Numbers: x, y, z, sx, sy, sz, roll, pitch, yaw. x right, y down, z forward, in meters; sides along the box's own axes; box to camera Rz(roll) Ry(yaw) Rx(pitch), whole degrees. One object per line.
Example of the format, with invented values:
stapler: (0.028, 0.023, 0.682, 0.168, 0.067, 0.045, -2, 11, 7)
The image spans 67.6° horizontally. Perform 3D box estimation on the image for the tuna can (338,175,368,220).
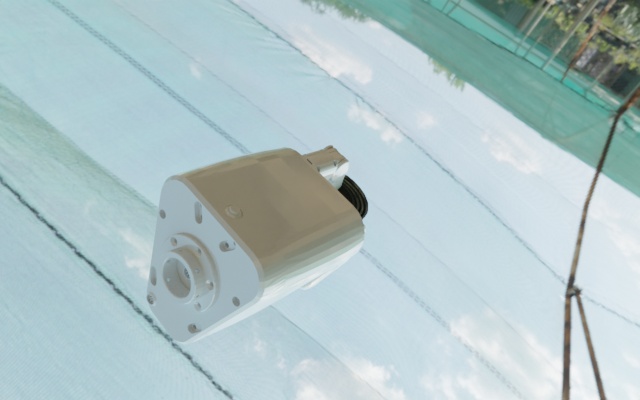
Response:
tuna can: (0.000, 0.002, 0.453, 0.086, 0.034, 0.086, 20, 34, -15)
